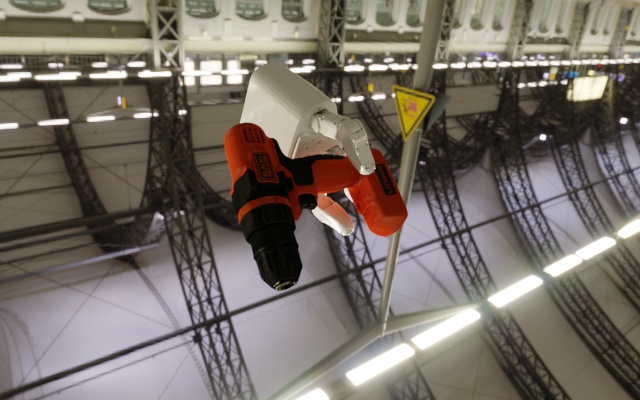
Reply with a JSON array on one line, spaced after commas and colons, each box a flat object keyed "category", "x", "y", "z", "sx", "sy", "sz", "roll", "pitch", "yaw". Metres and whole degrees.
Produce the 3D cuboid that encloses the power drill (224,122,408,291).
[{"category": "power drill", "x": 0.000, "y": 0.001, "z": 0.503, "sx": 0.187, "sy": 0.184, "sz": 0.057, "roll": 1, "pitch": -33, "yaw": -34}]
